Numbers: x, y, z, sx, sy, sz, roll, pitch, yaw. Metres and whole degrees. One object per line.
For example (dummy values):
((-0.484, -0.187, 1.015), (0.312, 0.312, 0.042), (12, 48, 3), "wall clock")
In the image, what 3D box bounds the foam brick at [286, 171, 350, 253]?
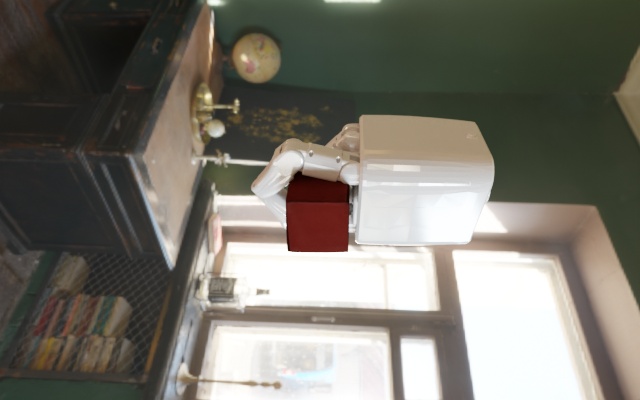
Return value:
((0.000, 0.002, 0.411), (0.051, 0.053, 0.078), (2, 35, 3), "foam brick")
